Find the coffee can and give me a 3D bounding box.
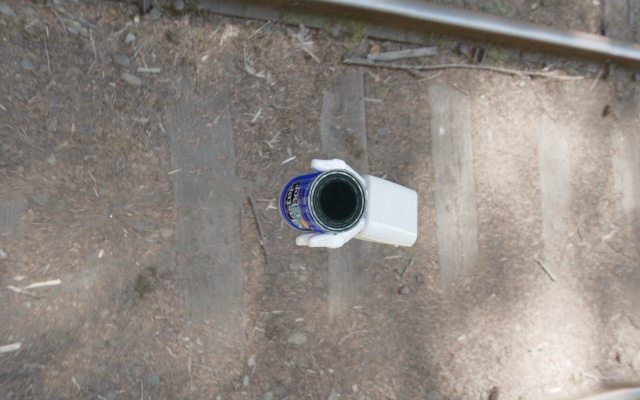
[{"bbox_3d":[0.000,0.003,0.803,0.103,0.103,0.140,0,-2,-24],"label":"coffee can"}]
